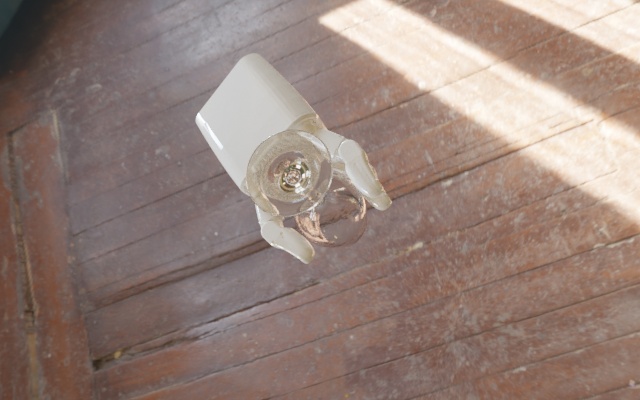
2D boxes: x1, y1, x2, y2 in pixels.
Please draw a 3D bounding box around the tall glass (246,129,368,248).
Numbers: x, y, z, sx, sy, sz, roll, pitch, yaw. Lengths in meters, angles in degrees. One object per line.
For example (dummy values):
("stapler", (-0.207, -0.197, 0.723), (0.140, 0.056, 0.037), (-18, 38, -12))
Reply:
("tall glass", (0.000, 0.002, 0.476), (0.079, 0.079, 0.201), (0, -15, 16))
